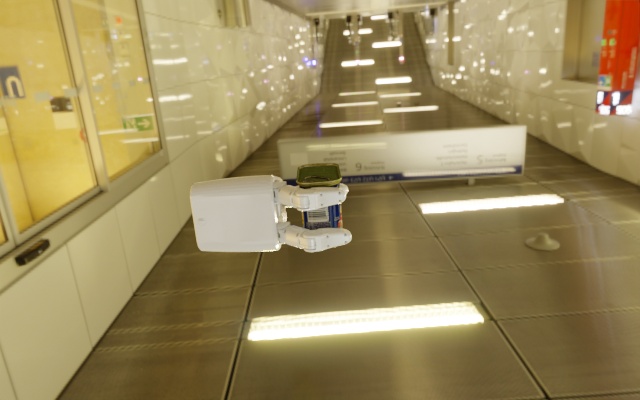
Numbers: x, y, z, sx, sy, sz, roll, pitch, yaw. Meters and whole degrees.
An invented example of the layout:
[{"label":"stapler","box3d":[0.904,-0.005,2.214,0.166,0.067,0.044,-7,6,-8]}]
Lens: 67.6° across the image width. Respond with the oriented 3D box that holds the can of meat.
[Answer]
[{"label":"can of meat","box3d":[0.000,0.002,0.639,0.057,0.084,0.102,-4,17,0]}]
